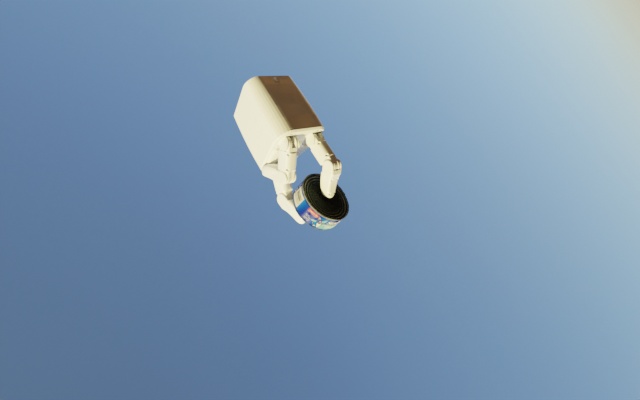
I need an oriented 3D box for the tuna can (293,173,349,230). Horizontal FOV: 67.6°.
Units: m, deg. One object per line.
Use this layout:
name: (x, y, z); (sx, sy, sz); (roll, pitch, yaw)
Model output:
tuna can: (0.000, 0.003, 0.735); (0.086, 0.086, 0.034); (0, -34, -43)
